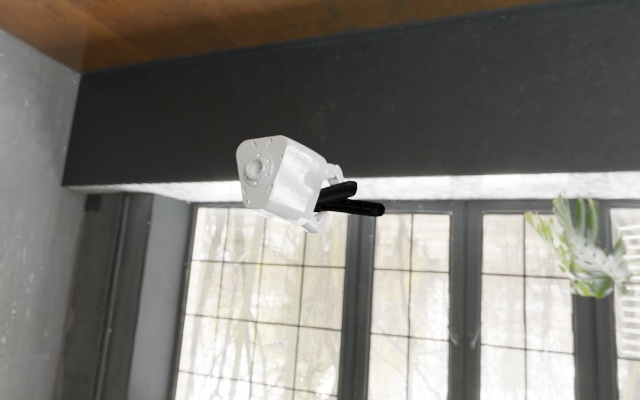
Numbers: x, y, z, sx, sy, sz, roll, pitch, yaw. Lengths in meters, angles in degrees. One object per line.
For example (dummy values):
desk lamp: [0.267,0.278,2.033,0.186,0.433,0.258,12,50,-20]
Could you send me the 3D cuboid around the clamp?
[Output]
clamp: [-0.001,0.003,0.816,0.210,0.036,0.164,-2,-16,30]
